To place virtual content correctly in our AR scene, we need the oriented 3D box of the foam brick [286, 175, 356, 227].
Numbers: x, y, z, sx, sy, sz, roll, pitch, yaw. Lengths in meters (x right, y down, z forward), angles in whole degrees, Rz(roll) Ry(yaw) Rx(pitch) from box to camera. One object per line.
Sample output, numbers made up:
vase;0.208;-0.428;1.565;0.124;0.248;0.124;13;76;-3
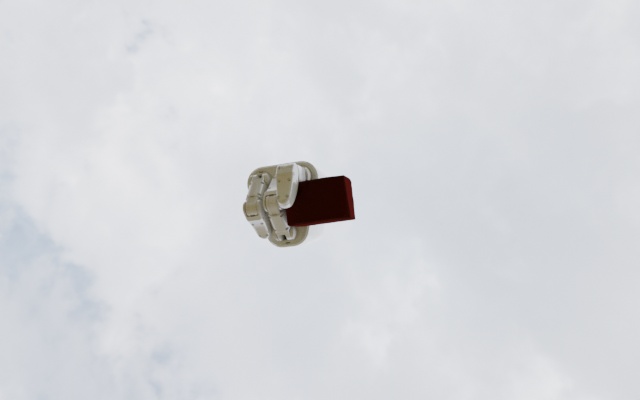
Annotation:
foam brick;0.000;0.002;0.585;0.078;0.053;0.051;-7;-6;13
